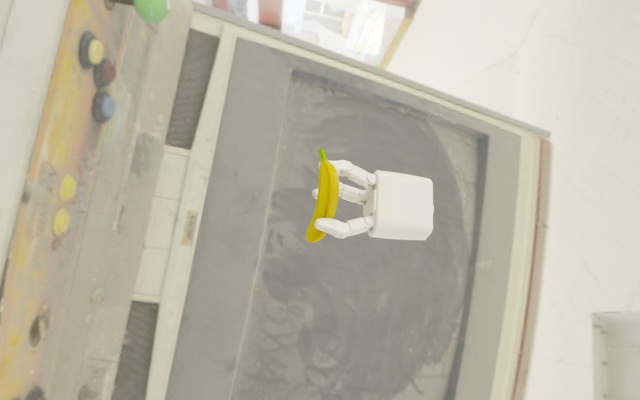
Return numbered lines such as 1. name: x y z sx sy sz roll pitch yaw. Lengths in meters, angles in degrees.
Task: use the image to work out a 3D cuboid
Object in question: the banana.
1. banana: 0.004 0.010 0.846 0.037 0.198 0.069 2 34 -14
